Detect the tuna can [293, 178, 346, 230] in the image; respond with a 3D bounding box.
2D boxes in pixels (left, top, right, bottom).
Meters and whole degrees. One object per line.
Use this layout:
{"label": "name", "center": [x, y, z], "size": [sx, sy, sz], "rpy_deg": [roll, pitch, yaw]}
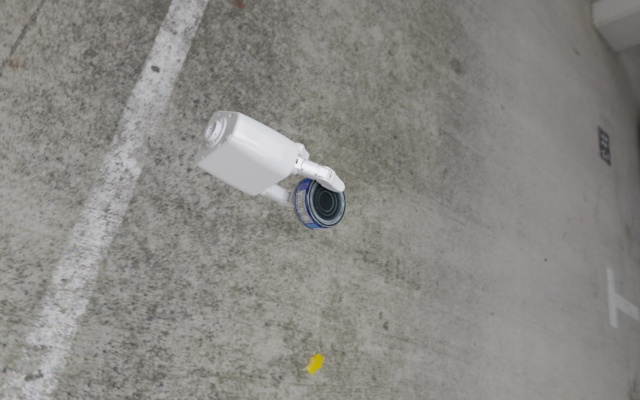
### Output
{"label": "tuna can", "center": [0.001, 0.002, 0.750], "size": [0.086, 0.086, 0.034], "rpy_deg": [0, -6, -43]}
